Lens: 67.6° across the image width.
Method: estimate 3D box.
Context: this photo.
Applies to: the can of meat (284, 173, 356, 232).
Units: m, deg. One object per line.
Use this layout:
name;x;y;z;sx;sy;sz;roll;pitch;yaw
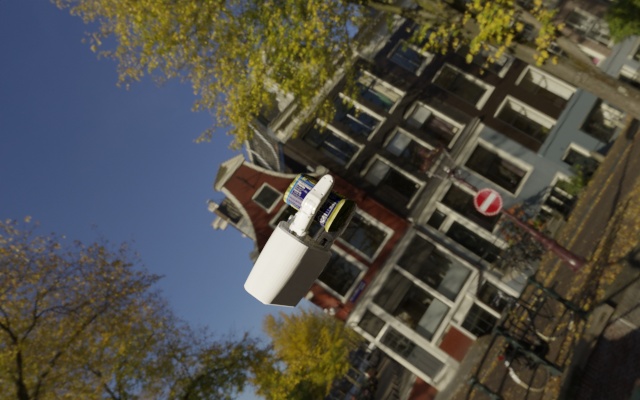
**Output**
can of meat;0.000;0.002;0.739;0.084;0.057;0.102;33;5;13
